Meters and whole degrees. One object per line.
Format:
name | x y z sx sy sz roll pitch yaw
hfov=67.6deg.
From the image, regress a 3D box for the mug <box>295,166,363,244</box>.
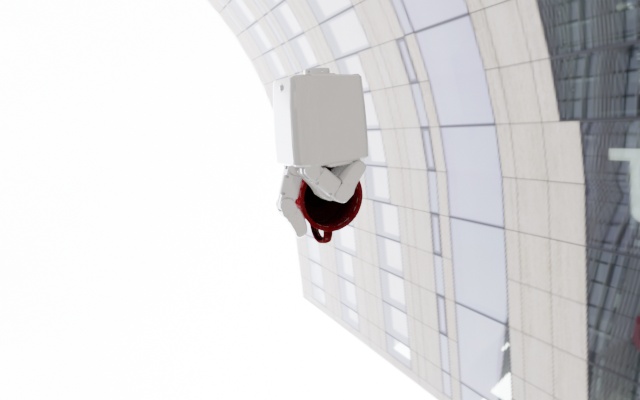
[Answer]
mug | 0.000 0.004 0.674 0.093 0.117 0.081 -8 12 -24
